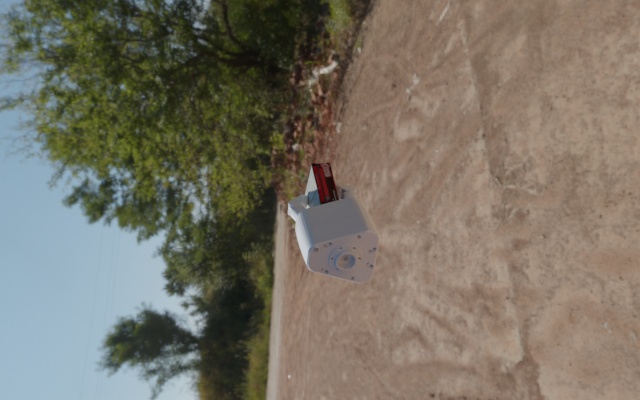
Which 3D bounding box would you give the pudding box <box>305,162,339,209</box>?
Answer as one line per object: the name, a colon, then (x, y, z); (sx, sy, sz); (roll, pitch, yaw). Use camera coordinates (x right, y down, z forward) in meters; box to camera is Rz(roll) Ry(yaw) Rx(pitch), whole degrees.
pudding box: (0.000, 0.003, 0.833); (0.039, 0.090, 0.114); (-1, -36, -14)
